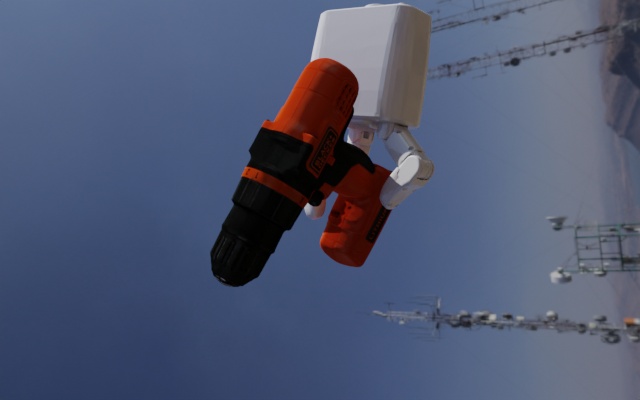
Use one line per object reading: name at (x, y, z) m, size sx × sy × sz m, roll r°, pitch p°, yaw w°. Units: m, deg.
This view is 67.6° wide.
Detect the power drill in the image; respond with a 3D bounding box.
power drill at (0.000, 0.001, 0.413) m, size 0.057 × 0.184 × 0.188 m, roll 25°, pitch -7°, yaw 29°
